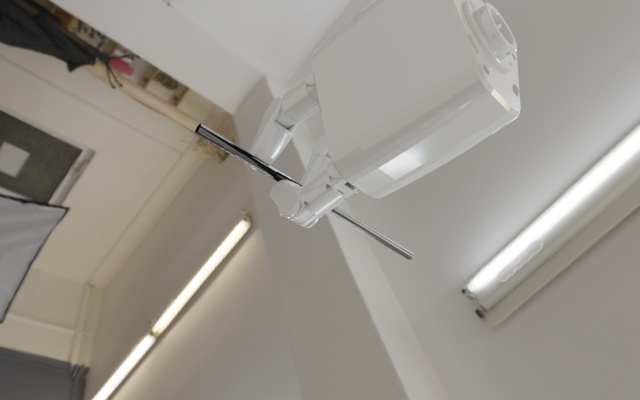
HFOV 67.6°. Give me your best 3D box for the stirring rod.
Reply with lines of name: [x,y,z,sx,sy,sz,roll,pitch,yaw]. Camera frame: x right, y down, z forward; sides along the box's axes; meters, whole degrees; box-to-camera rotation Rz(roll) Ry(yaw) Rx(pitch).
stirring rod: [0.000,0.001,0.404,0.239,0.011,0.011,31,-18,-32]
